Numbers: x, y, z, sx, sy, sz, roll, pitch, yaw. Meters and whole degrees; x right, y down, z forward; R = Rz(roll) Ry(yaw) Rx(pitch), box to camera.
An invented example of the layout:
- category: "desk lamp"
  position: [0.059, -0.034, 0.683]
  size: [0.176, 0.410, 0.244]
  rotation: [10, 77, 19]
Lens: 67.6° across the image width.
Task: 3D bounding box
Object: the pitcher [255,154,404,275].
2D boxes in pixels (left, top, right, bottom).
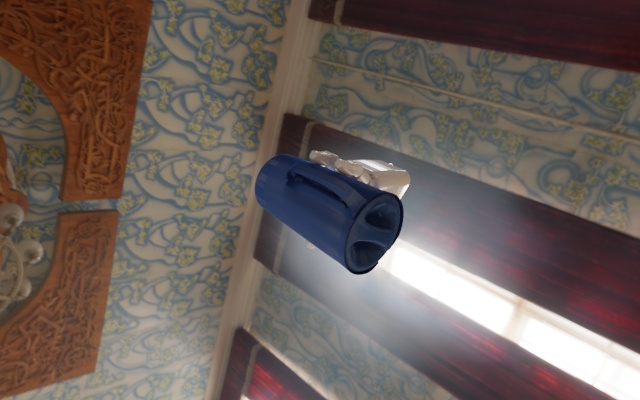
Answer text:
- category: "pitcher"
  position: [0.000, 0.003, 0.770]
  size: [0.145, 0.149, 0.242]
  rotation: [-11, 29, -44]
